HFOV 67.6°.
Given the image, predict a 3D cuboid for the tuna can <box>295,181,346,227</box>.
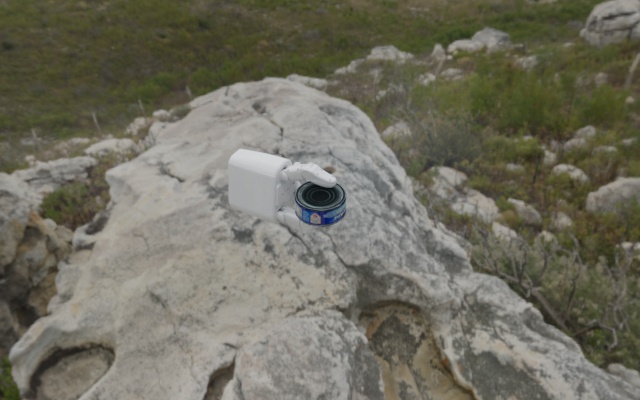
[{"bbox_3d":[0.000,0.002,0.782,0.086,0.034,0.086,0,38,0],"label":"tuna can"}]
